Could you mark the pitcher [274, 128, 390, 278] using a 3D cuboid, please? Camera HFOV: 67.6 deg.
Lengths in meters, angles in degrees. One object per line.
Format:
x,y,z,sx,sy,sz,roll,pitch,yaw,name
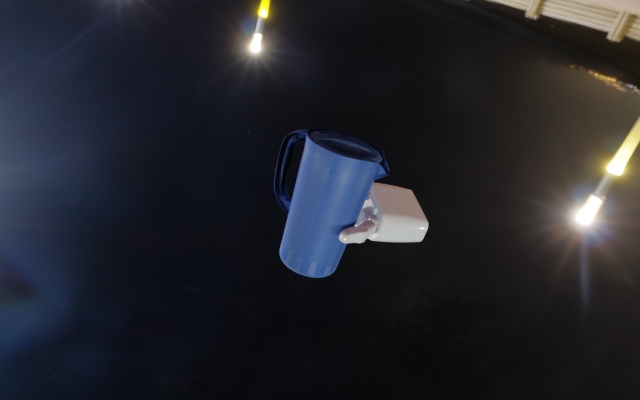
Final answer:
0.000,0.003,0.824,0.145,0.243,0.149,5,27,-28,pitcher
